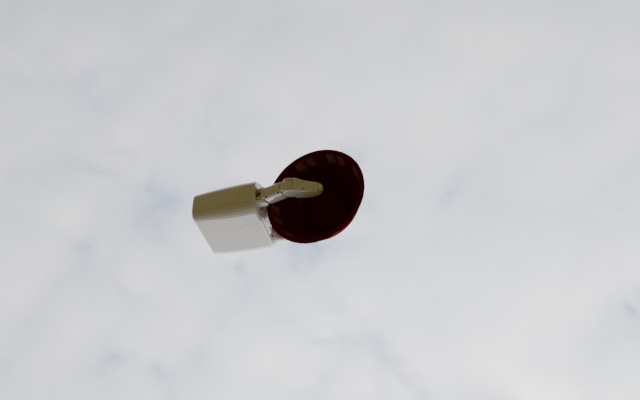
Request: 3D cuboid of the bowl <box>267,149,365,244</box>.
[{"bbox_3d":[0.001,0.003,0.740,0.162,0.162,0.055,0,-28,27],"label":"bowl"}]
